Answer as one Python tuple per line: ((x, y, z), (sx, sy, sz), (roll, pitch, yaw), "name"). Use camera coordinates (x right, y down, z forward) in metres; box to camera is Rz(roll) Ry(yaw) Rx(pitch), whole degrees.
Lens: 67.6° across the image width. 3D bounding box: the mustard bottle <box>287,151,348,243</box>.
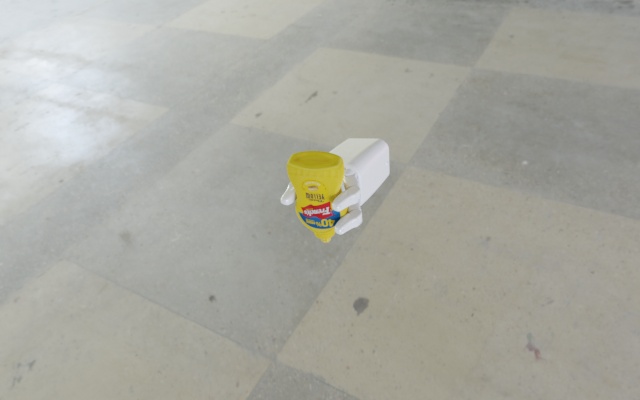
((0.000, 0.003, 0.864), (0.096, 0.192, 0.058), (4, 42, 14), "mustard bottle")
